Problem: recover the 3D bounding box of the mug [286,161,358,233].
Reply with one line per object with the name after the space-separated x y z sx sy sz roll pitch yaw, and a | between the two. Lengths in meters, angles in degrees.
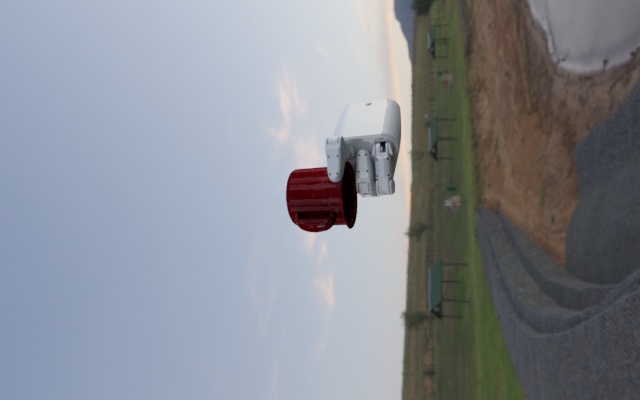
0.000 0.003 0.657 0.081 0.093 0.117 -3 40 17 | mug
